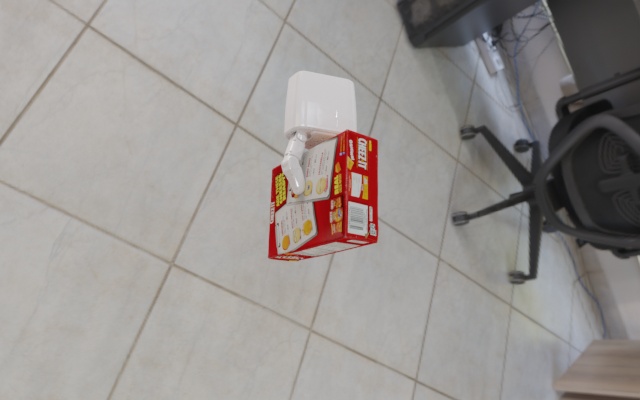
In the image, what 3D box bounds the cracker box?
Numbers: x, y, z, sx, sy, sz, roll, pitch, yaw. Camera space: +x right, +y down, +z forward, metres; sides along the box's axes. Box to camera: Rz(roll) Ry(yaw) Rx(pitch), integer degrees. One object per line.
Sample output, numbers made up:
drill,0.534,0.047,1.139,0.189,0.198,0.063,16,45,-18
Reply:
cracker box,0.000,0.002,0.763,0.072,0.164,0.214,13,-20,-33
